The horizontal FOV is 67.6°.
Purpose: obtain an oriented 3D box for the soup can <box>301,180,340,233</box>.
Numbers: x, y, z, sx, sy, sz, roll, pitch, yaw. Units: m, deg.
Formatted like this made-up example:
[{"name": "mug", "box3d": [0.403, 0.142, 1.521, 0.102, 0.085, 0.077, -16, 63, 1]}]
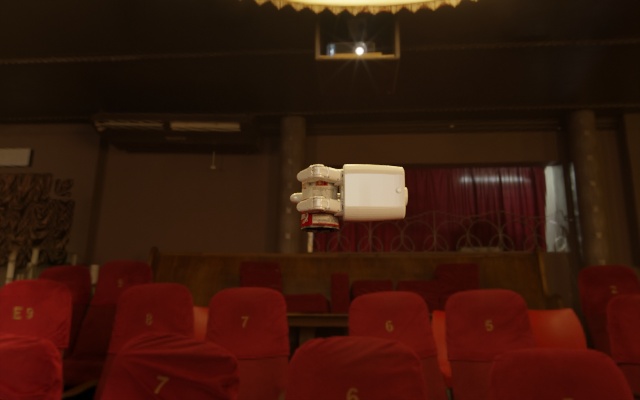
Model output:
[{"name": "soup can", "box3d": [0.000, 0.003, 0.852, 0.068, 0.102, 0.068, 0, -12, 0]}]
